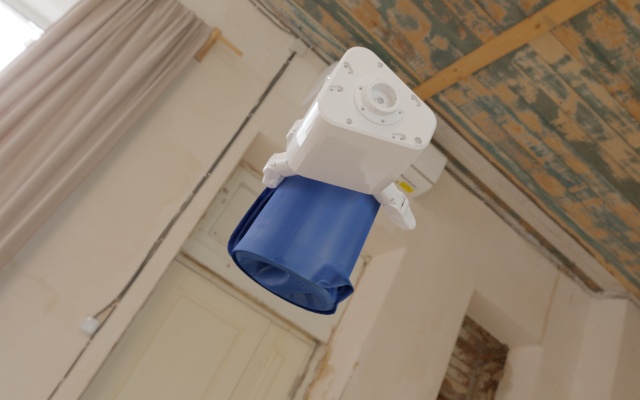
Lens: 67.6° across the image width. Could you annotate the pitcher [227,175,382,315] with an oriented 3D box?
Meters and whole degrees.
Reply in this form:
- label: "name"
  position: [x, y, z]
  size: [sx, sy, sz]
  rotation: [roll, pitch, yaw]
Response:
- label: "pitcher"
  position: [0.000, 0.002, 0.585]
  size: [0.149, 0.242, 0.145]
  rotation: [31, -25, -3]
